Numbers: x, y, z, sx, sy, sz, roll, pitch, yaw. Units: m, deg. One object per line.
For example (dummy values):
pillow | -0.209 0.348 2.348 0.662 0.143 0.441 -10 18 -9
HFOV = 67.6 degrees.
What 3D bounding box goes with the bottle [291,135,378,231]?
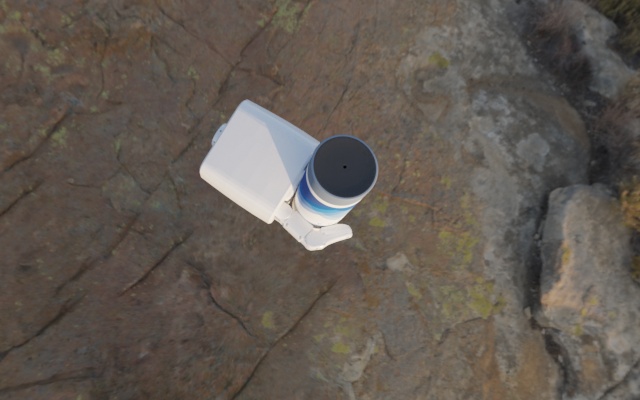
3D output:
bottle | 0.000 0.002 0.598 0.069 0.069 0.296 0 -14 -9
